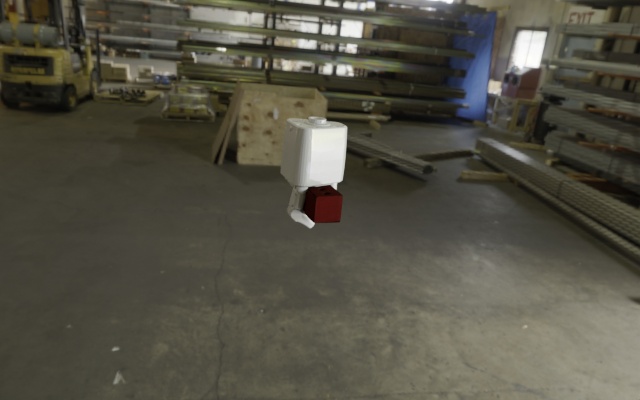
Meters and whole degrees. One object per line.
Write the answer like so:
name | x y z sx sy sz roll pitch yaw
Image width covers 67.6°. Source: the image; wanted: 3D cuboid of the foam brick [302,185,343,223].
foam brick | 0.000 0.003 0.867 0.053 0.051 0.078 -2 21 -23
